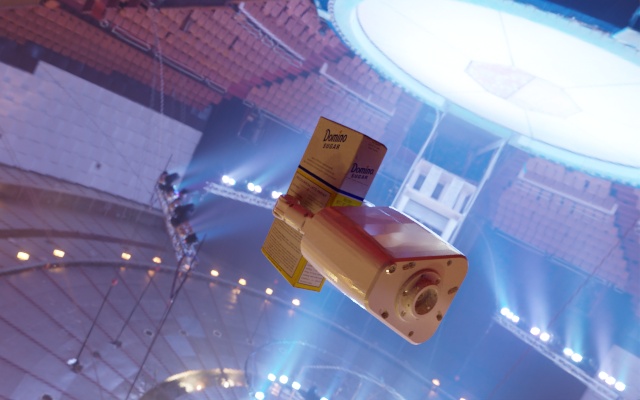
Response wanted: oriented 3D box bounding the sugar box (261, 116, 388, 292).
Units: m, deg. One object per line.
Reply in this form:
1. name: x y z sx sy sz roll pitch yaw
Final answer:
1. sugar box: 0.001 0.002 0.535 0.048 0.176 0.093 22 9 -37
